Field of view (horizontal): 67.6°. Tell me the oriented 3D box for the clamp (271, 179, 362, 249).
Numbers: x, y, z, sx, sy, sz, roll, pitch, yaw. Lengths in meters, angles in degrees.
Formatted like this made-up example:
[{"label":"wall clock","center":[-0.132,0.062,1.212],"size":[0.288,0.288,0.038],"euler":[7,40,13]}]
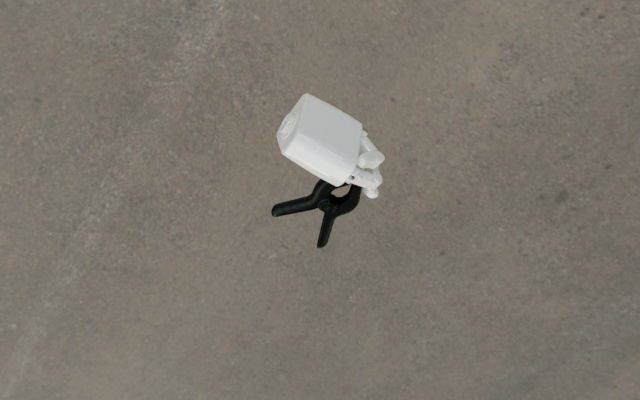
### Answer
[{"label":"clamp","center":[0.000,0.003,0.808],"size":[0.120,0.171,0.039],"euler":[26,30,-23]}]
